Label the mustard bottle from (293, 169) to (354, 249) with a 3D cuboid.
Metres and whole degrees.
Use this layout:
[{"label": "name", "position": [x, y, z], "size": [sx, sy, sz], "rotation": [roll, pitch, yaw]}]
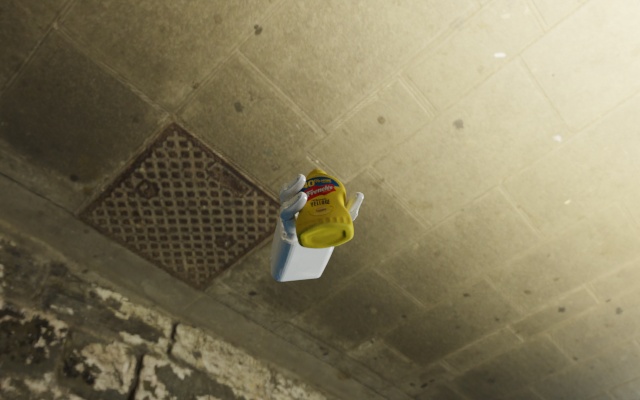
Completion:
[{"label": "mustard bottle", "position": [0.000, 0.003, 0.864], "size": [0.096, 0.058, 0.191], "rotation": [-10, 38, 2]}]
